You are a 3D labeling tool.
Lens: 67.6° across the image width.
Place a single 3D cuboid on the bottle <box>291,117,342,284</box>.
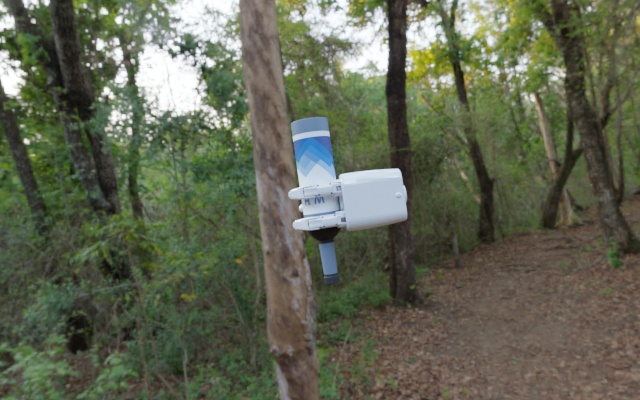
[{"bbox_3d":[0.000,0.003,0.860,0.069,0.295,0.069,-8,0,0],"label":"bottle"}]
